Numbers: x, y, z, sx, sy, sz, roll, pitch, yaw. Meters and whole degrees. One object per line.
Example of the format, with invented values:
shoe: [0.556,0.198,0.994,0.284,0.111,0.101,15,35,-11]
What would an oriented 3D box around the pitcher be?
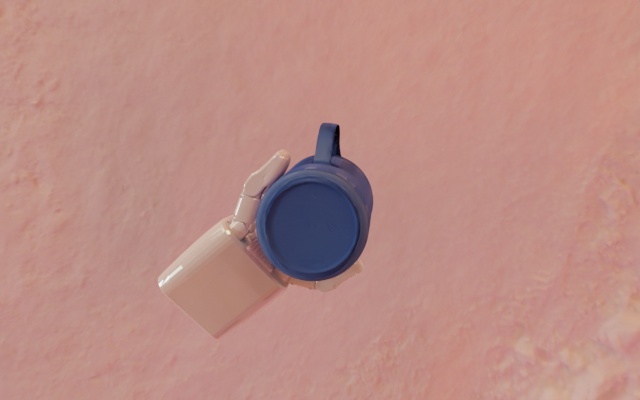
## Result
pitcher: [0.000,0.002,0.559,0.145,0.149,0.243,-38,2,6]
